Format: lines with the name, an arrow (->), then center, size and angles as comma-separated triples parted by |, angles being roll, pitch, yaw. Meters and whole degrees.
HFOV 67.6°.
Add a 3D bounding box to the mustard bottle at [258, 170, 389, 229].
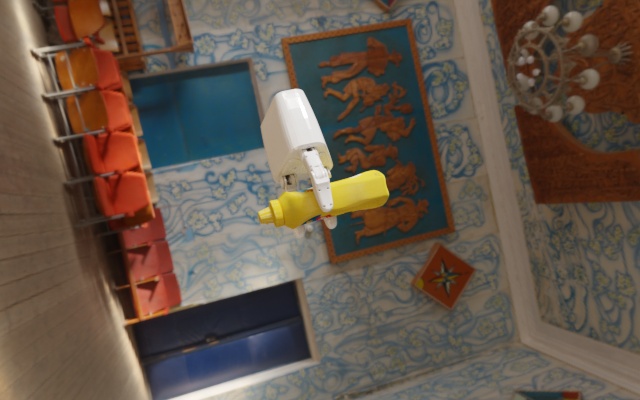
mustard bottle -> 0.000, 0.003, 0.724 | 0.191, 0.058, 0.096 | -14, 1, -13
